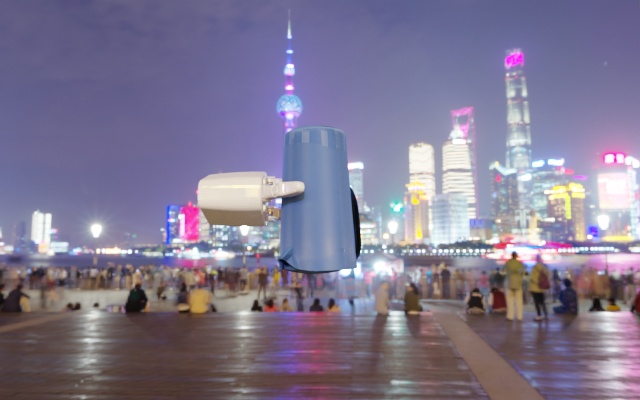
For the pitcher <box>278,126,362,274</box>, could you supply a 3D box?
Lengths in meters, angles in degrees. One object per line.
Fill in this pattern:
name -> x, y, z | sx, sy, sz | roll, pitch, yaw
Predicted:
pitcher -> 0.000, 0.003, 0.821 | 0.145, 0.243, 0.149 | -1, -6, 1
